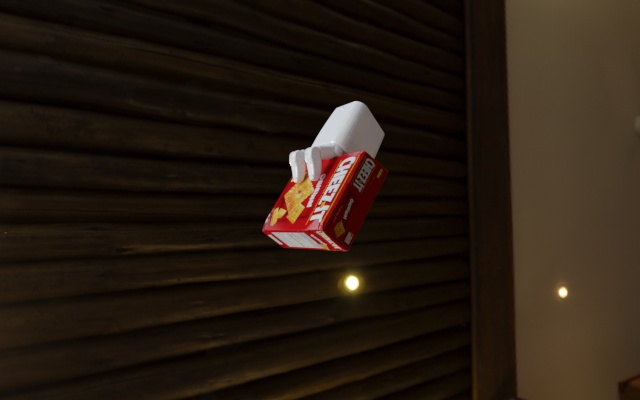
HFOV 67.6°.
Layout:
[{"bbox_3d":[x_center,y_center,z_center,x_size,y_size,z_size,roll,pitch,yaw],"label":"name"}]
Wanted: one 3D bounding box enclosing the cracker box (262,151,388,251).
[{"bbox_3d":[0.000,0.003,0.866,0.072,0.164,0.214,39,-23,-25],"label":"cracker box"}]
